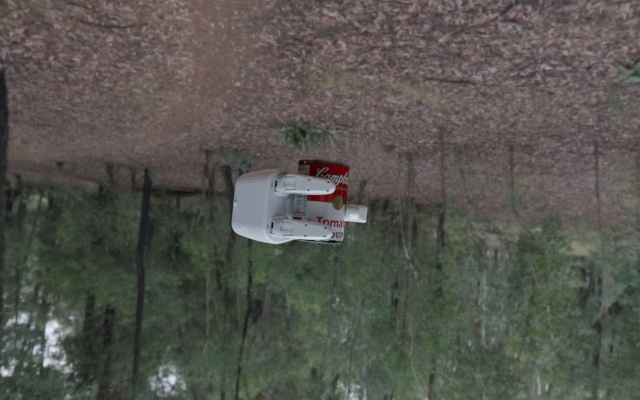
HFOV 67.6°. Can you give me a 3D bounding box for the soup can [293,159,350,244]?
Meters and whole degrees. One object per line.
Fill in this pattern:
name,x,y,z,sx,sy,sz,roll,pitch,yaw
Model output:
soup can,0.000,0.002,0.616,0.068,0.102,0.068,5,-3,0
